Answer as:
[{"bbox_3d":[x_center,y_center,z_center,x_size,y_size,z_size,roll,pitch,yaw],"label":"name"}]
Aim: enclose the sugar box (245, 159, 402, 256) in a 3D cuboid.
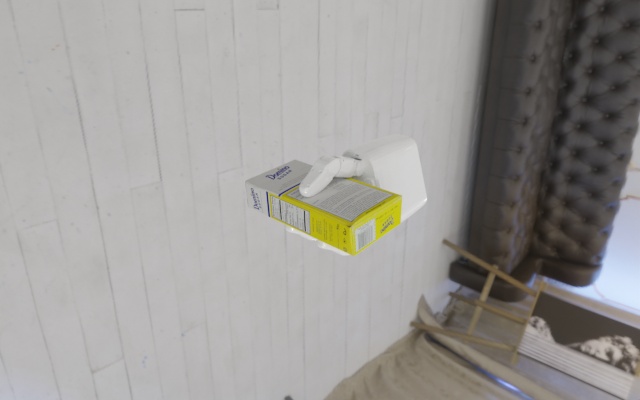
[{"bbox_3d":[0.000,0.002,0.582,0.176,0.048,0.093,20,35,39],"label":"sugar box"}]
